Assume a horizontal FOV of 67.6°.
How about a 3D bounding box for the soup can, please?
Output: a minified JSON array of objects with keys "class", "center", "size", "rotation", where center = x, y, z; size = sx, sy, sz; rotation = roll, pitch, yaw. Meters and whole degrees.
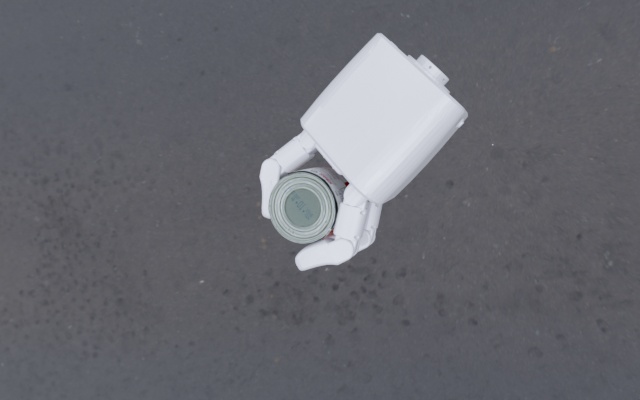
[{"class":"soup can","center":[0.000,0.002,0.471],"size":[0.068,0.068,0.102],"rotation":[0,6,20]}]
